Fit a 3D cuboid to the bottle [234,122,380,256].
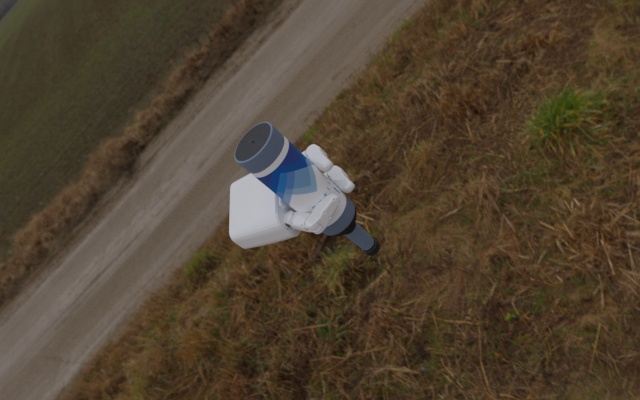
[{"bbox_3d":[0.000,0.002,0.705,0.069,0.069,0.296,0,-32,45],"label":"bottle"}]
